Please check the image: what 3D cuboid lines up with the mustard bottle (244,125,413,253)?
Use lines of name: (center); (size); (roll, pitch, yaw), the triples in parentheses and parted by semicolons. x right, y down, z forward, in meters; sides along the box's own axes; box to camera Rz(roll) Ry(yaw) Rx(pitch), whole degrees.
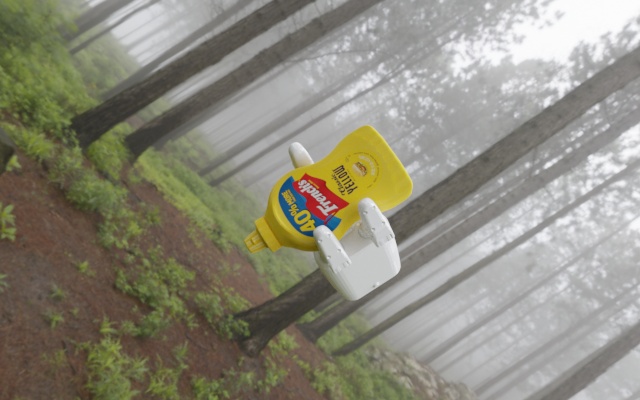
mustard bottle: (0.000, 0.001, 0.537); (0.191, 0.096, 0.058); (-32, -16, -3)
